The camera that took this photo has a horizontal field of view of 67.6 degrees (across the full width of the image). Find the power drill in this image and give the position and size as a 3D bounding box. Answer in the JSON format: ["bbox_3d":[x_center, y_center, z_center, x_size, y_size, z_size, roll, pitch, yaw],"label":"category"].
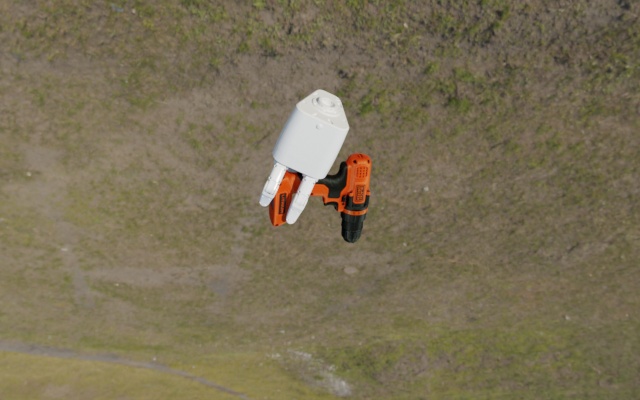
[{"bbox_3d":[0.000,0.003,0.890,0.187,0.184,0.057,-4,27,-16],"label":"power drill"}]
